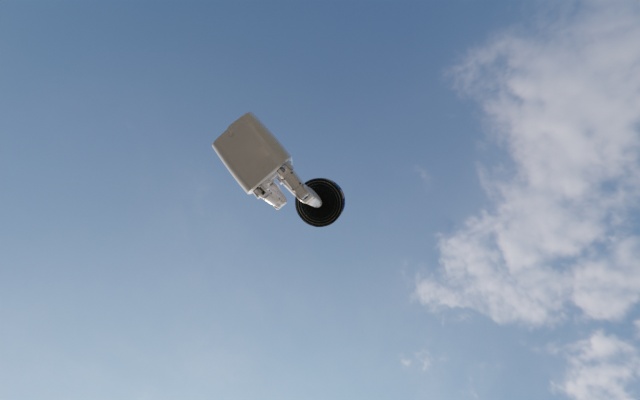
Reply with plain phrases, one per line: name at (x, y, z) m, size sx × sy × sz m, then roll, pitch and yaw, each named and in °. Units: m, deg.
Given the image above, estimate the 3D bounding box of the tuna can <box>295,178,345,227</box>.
tuna can at (0.000, 0.003, 0.844) m, size 0.086 × 0.086 × 0.034 m, roll 0°, pitch 4°, yaw 10°
